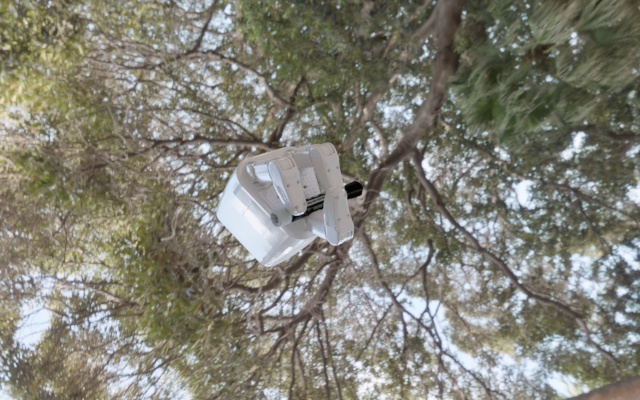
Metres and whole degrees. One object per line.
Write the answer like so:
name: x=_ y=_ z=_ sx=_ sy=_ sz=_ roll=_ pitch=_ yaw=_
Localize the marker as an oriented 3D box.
marker: x=0.000 y=0.002 z=0.517 sx=0.121 sy=0.020 sz=0.020 roll=-20 pitch=12 yaw=-35
